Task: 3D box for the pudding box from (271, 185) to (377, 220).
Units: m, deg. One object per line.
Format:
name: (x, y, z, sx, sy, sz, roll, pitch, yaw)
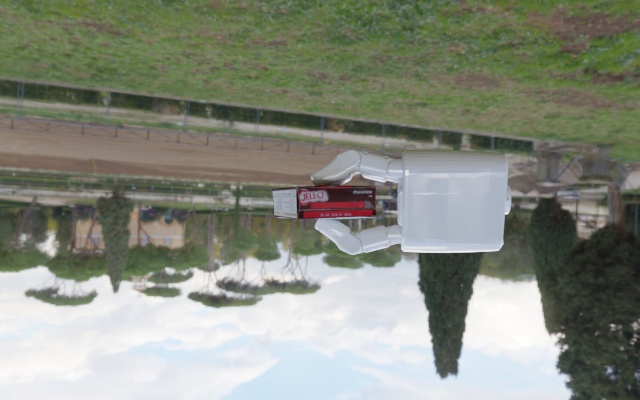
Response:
pudding box: (0.000, 0.002, 0.541, 0.090, 0.039, 0.113, 0, -2, -19)
